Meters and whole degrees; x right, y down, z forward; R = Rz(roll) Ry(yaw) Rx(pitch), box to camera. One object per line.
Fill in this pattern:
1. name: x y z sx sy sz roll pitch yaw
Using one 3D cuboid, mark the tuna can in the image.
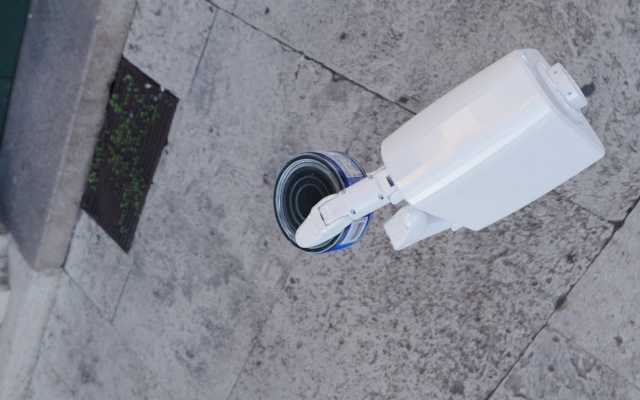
1. tuna can: 0.000 0.001 0.400 0.086 0.086 0.034 0 5 40
